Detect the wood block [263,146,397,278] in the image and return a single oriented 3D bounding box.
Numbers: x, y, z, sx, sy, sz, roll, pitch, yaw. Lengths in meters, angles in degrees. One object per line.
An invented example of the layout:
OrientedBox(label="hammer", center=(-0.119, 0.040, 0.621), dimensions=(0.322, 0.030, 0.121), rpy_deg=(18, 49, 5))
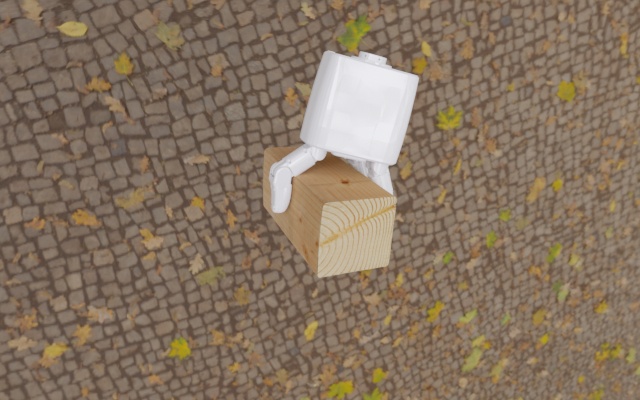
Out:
OrientedBox(label="wood block", center=(0.000, 0.002, 0.602), dimensions=(0.091, 0.090, 0.206), rpy_deg=(-5, 23, -22))
